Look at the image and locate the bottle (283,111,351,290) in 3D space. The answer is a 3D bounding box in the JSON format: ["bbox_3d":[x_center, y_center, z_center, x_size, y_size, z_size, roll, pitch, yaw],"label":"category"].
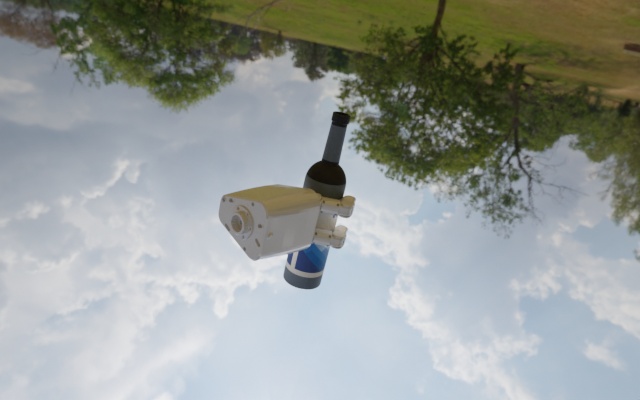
[{"bbox_3d":[0.000,0.003,0.773,0.069,0.296,0.069,12,21,-5],"label":"bottle"}]
